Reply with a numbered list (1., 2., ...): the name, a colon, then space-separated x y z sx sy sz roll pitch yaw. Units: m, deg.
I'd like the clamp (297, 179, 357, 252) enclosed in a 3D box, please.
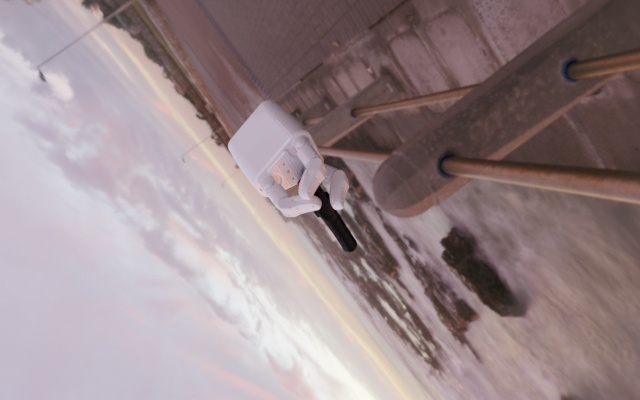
1. clamp: 0.000 0.003 0.741 0.120 0.039 0.172 48 -7 39
